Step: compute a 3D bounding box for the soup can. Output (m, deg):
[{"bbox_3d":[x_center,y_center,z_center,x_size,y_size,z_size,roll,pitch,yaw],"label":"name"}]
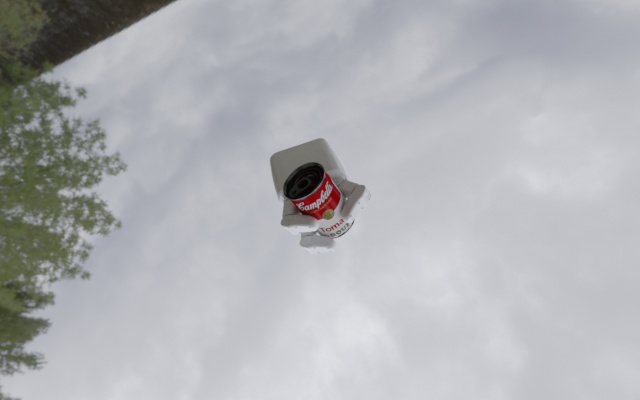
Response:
[{"bbox_3d":[0.000,0.003,0.702,0.068,0.068,0.102,0,-37,37],"label":"soup can"}]
